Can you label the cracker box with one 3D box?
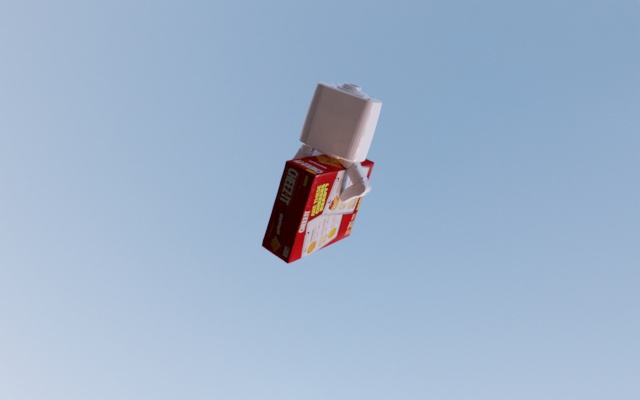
[{"bbox_3d":[0.000,0.003,0.857,0.072,0.164,0.213,28,23,26],"label":"cracker box"}]
